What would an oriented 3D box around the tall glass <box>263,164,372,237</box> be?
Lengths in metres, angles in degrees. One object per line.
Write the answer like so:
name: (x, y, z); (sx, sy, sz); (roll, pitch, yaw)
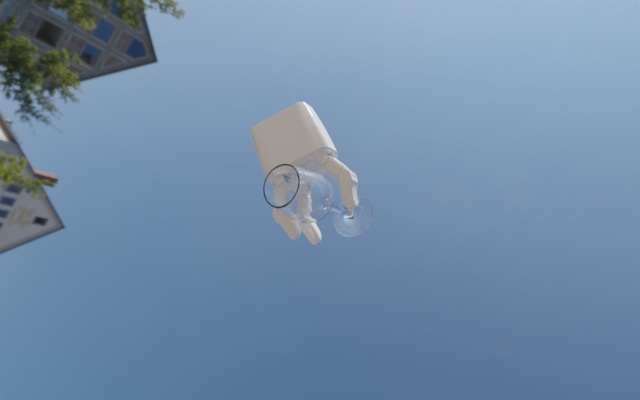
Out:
tall glass: (0.001, 0.003, 0.723); (0.079, 0.079, 0.201); (0, -13, 33)
